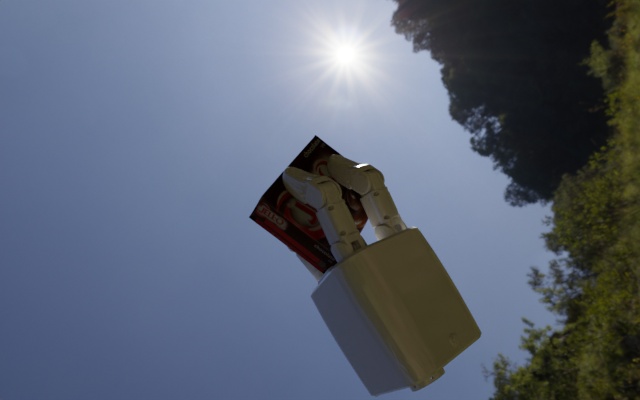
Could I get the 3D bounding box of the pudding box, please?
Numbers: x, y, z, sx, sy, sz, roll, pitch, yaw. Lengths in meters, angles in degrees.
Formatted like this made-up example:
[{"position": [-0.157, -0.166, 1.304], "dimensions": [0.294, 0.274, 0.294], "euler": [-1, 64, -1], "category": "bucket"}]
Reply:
[{"position": [0.000, 0.002, 0.452], "dimensions": [0.039, 0.090, 0.113], "euler": [-50, 4, 44], "category": "pudding box"}]
